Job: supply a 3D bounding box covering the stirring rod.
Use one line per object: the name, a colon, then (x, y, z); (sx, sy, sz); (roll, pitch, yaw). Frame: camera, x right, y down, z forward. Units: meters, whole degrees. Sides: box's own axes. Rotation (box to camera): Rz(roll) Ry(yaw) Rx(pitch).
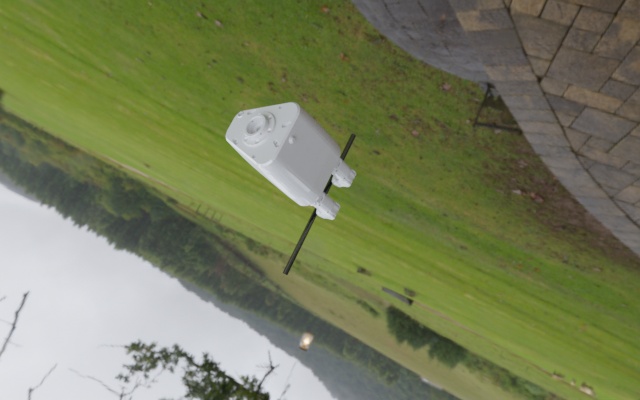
stirring rod: (0.000, 0.002, 0.723); (0.011, 0.239, 0.011); (25, -13, 6)
